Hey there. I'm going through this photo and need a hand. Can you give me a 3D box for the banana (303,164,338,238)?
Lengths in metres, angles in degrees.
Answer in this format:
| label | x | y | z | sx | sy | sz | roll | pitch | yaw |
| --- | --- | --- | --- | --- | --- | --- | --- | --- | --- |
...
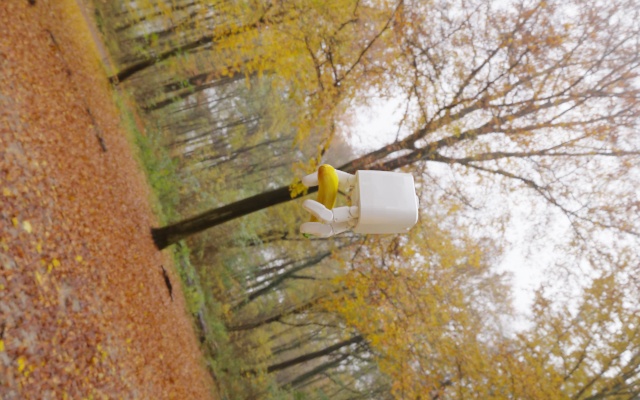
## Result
| label | x | y | z | sx | sy | sz | roll | pitch | yaw |
| --- | --- | --- | --- | --- | --- | --- | --- | --- | --- |
| banana | 0.007 | -0.007 | 0.887 | 0.037 | 0.198 | 0.069 | 23 | 49 | 10 |
